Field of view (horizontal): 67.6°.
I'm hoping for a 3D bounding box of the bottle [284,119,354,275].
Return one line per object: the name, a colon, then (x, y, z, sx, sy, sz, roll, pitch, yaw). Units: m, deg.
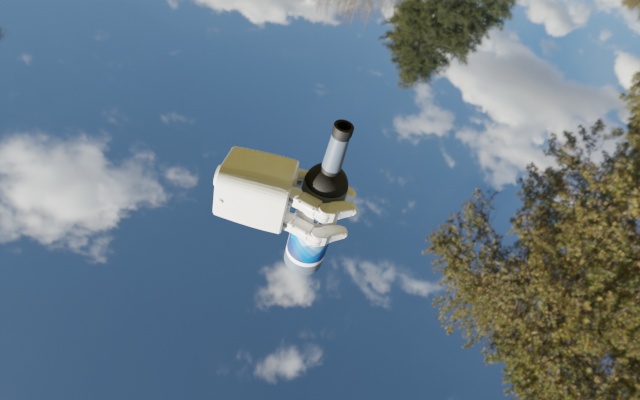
bottle: (0.000, 0.003, 0.722, 0.069, 0.069, 0.296, 0, -42, -16)
